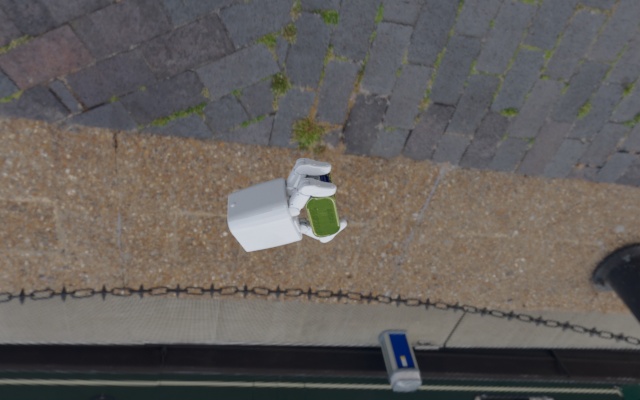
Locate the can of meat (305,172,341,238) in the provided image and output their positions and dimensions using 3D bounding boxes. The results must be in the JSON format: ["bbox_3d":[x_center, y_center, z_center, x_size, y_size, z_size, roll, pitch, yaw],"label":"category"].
[{"bbox_3d":[0.000,0.003,0.847,0.057,0.102,0.083,-13,42,2],"label":"can of meat"}]
